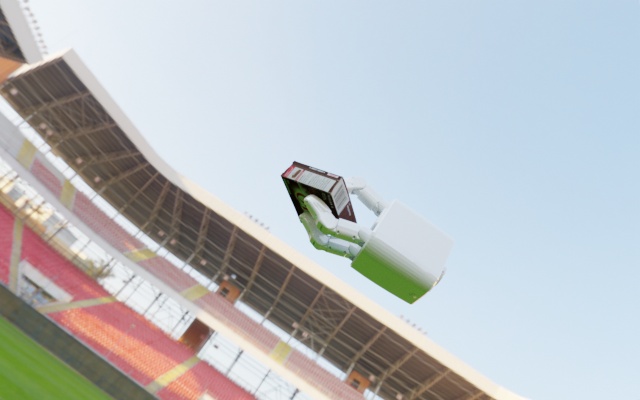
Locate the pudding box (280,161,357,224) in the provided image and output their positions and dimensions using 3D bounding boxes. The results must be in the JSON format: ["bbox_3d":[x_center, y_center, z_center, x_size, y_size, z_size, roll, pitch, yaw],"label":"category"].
[{"bbox_3d":[0.000,0.002,0.696,0.090,0.039,0.114,20,-34,31],"label":"pudding box"}]
